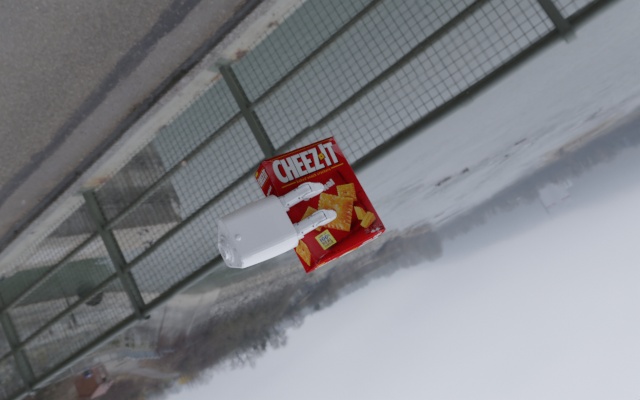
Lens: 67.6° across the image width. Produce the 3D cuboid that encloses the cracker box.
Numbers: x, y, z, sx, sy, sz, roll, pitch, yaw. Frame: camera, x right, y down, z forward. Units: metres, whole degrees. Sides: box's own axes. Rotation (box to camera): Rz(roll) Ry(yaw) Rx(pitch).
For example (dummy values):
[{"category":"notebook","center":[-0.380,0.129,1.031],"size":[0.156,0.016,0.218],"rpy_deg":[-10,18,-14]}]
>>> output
[{"category":"cracker box","center":[0.000,0.003,0.894],"size":[0.164,0.213,0.072],"rpy_deg":[-23,-12,-27]}]
